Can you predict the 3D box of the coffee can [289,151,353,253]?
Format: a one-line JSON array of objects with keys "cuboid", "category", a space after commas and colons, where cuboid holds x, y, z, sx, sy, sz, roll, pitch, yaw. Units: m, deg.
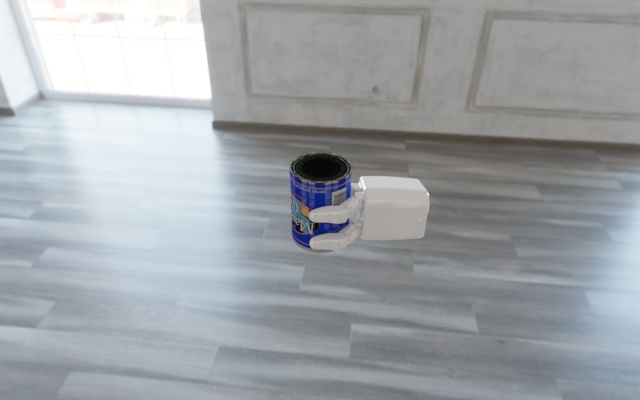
[{"cuboid": [0.000, 0.003, 0.809, 0.103, 0.140, 0.102, 0, 34, 0], "category": "coffee can"}]
